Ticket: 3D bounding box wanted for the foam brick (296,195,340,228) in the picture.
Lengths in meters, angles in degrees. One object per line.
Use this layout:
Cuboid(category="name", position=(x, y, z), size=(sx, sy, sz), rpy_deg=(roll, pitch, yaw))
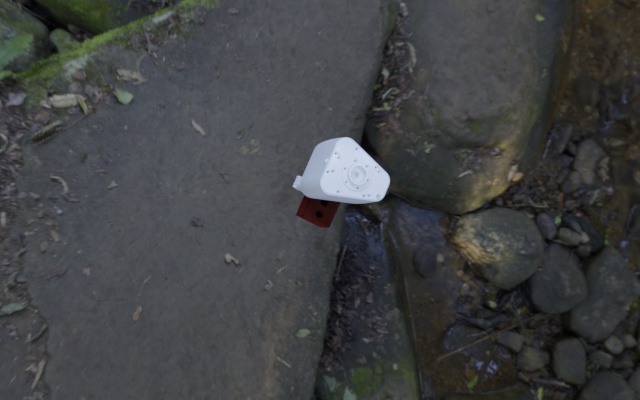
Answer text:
Cuboid(category="foam brick", position=(0.000, 0.003, 0.832), size=(0.053, 0.078, 0.051), rpy_deg=(25, -7, -16))
